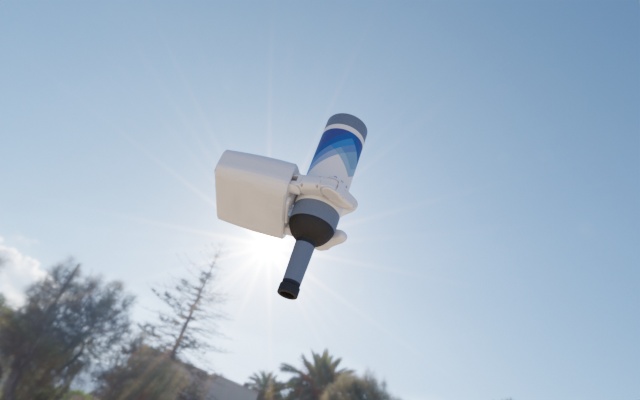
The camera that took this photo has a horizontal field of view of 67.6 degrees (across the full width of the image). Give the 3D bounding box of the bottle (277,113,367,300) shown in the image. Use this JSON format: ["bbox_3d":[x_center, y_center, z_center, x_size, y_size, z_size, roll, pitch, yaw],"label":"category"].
[{"bbox_3d":[0.000,0.002,0.678,0.069,0.295,0.069,14,-33,9],"label":"bottle"}]
